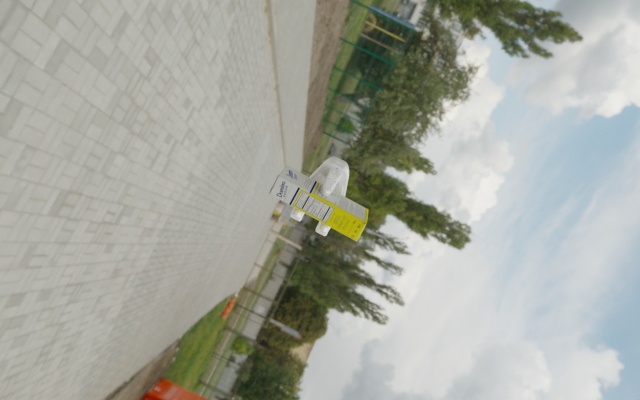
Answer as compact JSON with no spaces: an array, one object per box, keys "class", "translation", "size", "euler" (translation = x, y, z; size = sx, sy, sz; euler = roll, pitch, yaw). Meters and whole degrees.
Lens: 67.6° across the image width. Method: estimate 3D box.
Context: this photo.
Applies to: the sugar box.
[{"class":"sugar box","translation":[0.000,0.003,0.866],"size":[0.176,0.048,0.093],"euler":[27,16,-1]}]
